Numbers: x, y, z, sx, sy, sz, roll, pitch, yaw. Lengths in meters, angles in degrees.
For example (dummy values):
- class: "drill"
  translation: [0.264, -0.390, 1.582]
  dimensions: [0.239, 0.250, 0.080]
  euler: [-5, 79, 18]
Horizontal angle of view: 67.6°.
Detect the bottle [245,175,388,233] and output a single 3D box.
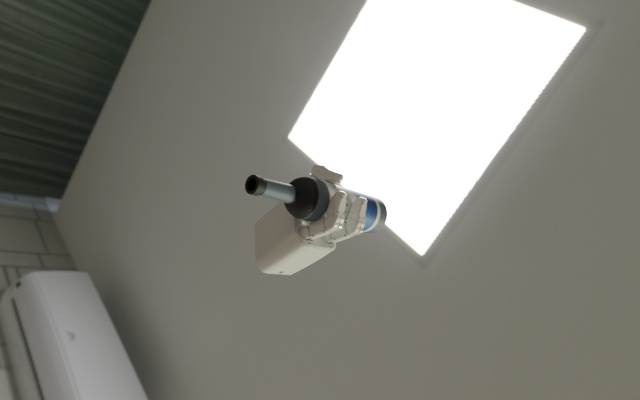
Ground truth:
- class: "bottle"
  translation: [0.000, 0.002, 0.757]
  dimensions: [0.069, 0.069, 0.296]
  euler: [0, -10, 40]
